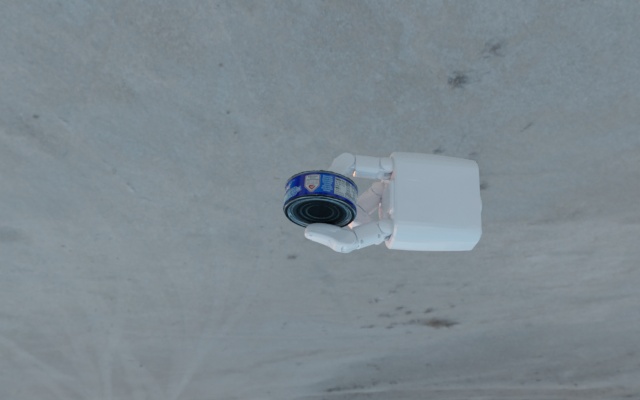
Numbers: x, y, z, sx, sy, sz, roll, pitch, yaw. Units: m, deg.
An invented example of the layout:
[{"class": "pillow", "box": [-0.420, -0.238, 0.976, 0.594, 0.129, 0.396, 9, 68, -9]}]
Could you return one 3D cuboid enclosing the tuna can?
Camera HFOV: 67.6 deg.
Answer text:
[{"class": "tuna can", "box": [0.000, 0.002, 0.551, 0.086, 0.033, 0.086, 3, -29, 2]}]
